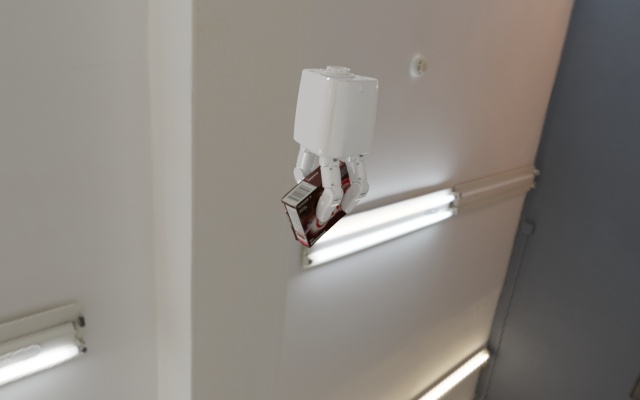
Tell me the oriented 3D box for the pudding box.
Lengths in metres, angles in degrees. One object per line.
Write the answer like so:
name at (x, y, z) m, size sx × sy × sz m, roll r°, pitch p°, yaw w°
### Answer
pudding box at (0.000, 0.002, 0.726) m, size 0.113 × 0.090 × 0.039 m, roll -40°, pitch 45°, yaw -24°
